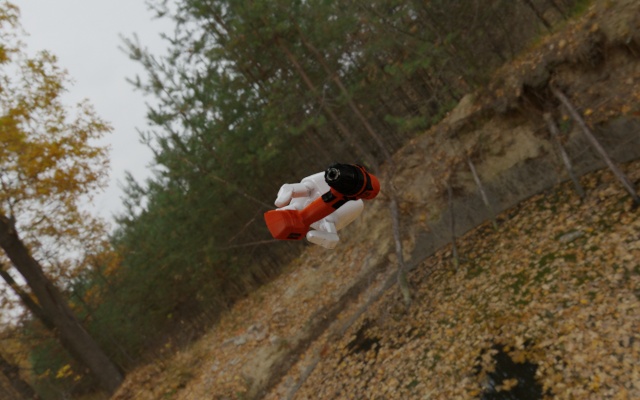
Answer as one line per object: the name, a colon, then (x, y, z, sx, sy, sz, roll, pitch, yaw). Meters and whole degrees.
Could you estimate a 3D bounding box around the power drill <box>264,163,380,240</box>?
power drill: (0.000, 0.003, 0.813, 0.188, 0.057, 0.184, -30, -18, 19)
